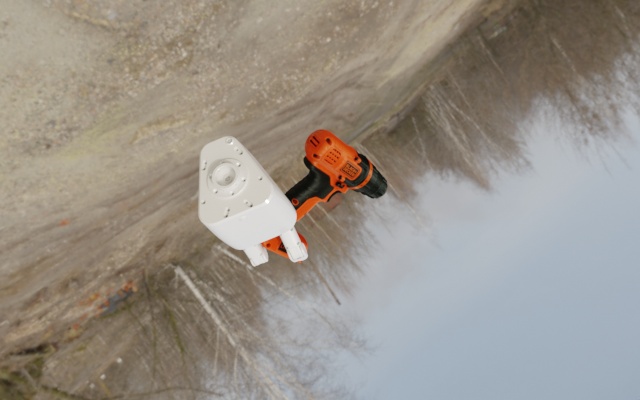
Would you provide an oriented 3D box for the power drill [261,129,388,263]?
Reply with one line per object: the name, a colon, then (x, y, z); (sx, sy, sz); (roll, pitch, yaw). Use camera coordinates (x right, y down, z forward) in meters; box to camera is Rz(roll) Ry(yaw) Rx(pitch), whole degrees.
power drill: (0.000, 0.003, 0.705); (0.184, 0.187, 0.057); (32, 12, -47)
